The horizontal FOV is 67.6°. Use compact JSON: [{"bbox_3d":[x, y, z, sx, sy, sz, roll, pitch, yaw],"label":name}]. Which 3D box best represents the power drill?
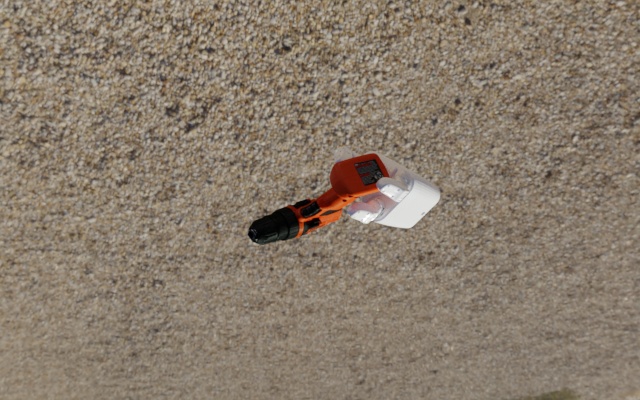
[{"bbox_3d":[0.001,0.002,0.714,0.184,0.057,0.188,-20,-10,-43],"label":"power drill"}]
